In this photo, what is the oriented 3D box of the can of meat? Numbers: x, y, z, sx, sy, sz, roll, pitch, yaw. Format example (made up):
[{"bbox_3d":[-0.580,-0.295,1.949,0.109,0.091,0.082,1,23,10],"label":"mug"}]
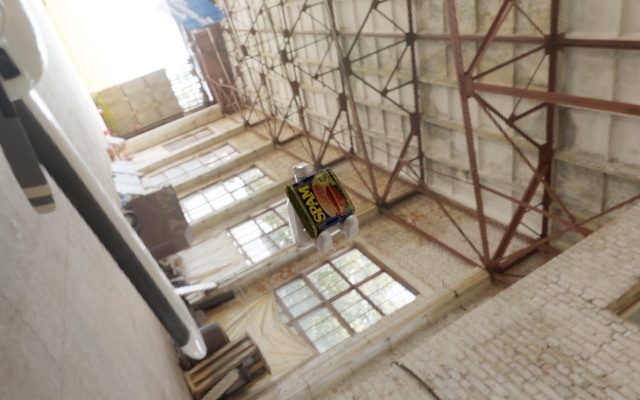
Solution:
[{"bbox_3d":[0.000,0.002,0.835,0.084,0.102,0.057,-27,-11,-16],"label":"can of meat"}]
